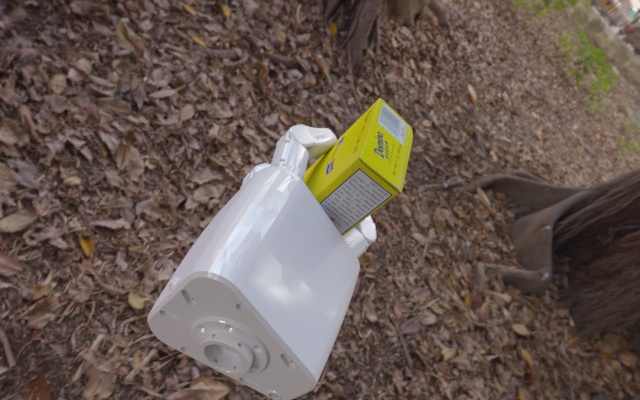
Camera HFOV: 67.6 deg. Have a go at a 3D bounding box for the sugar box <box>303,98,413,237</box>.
[{"bbox_3d":[0.000,0.001,0.407,0.176,0.048,0.093,-39,18,37],"label":"sugar box"}]
